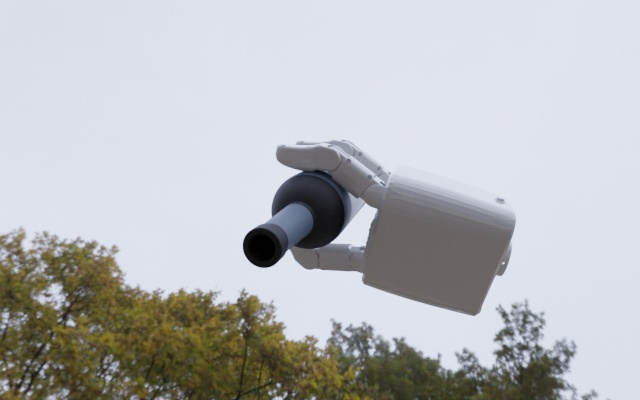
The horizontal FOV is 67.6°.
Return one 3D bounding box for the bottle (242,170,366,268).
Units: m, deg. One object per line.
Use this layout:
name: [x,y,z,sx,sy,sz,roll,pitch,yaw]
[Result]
bottle: [0.000,0.001,0.446,0.069,0.069,0.295,0,12,15]
